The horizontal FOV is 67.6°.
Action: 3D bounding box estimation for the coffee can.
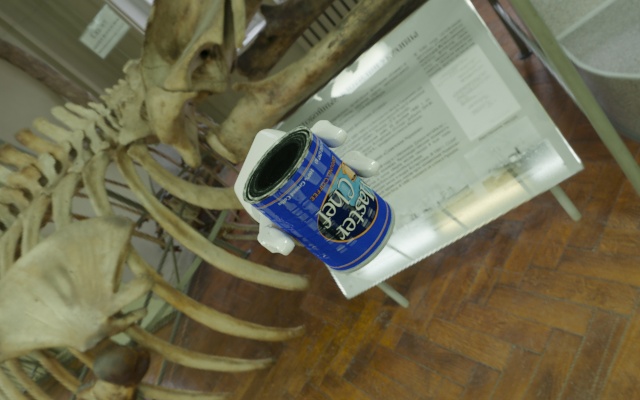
[{"bbox_3d":[0.000,0.002,0.530,0.140,0.102,0.103,41,-21,-27],"label":"coffee can"}]
